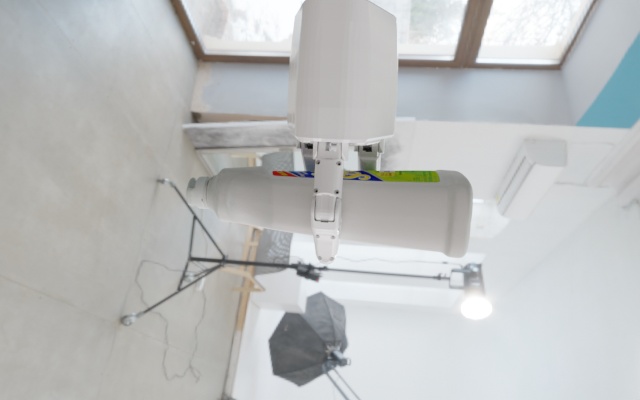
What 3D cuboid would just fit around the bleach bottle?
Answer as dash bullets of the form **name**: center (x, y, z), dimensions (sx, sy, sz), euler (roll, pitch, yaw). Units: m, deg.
- **bleach bottle**: center (0.000, 0.001, 0.433), dimensions (0.251, 0.068, 0.102), euler (4, 12, 7)
